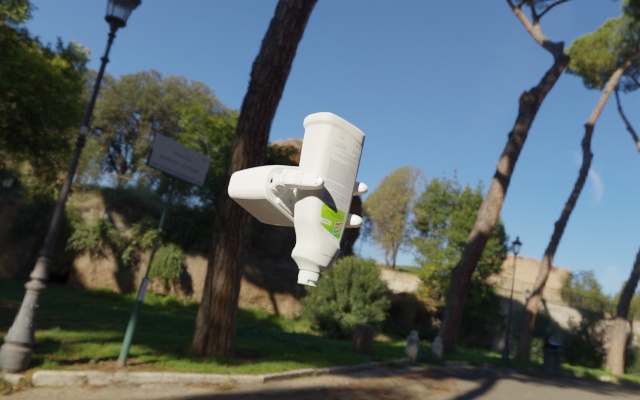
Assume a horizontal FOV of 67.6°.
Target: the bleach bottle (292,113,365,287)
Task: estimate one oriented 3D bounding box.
[{"bbox_3d":[0.000,0.002,0.723,0.102,0.250,0.068,23,-17,-40],"label":"bleach bottle"}]
